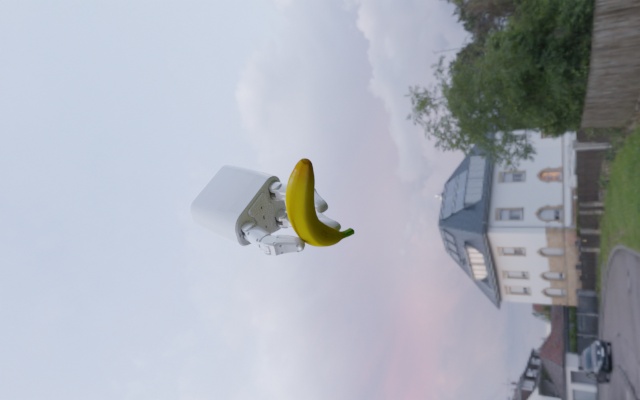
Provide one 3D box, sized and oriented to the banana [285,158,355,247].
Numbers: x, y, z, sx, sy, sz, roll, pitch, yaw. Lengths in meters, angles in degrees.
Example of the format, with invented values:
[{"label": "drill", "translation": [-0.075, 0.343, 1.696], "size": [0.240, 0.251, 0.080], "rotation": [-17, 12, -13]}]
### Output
[{"label": "banana", "translation": [-0.011, 0.017, 0.643], "size": [0.037, 0.069, 0.198], "rotation": [37, -11, 33]}]
